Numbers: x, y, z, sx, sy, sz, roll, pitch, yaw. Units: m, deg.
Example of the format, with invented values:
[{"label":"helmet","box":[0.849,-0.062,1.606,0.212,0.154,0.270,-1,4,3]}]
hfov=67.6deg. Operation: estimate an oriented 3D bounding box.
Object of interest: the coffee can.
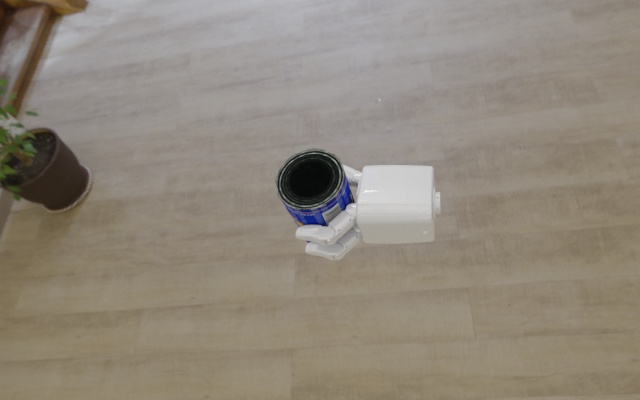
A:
[{"label":"coffee can","box":[0.000,0.002,0.734,0.103,0.102,0.140,0,-29,15]}]
